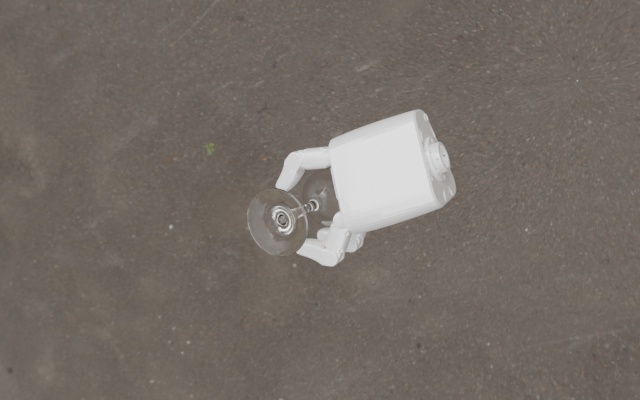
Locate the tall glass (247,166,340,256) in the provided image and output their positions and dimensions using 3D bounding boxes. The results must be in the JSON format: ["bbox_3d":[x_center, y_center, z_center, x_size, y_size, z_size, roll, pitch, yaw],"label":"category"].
[{"bbox_3d":[0.000,0.002,0.584,0.079,0.079,0.201,0,12,28],"label":"tall glass"}]
